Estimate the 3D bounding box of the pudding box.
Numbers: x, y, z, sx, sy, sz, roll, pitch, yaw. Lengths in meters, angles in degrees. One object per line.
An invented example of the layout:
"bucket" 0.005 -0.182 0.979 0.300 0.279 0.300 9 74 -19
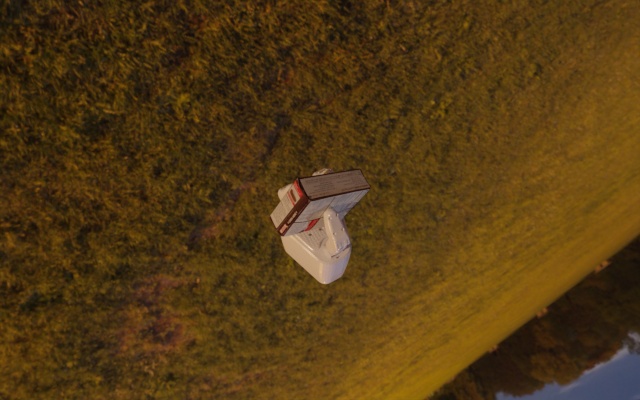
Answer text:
"pudding box" 0.000 0.002 0.639 0.113 0.039 0.090 -13 -27 -41
